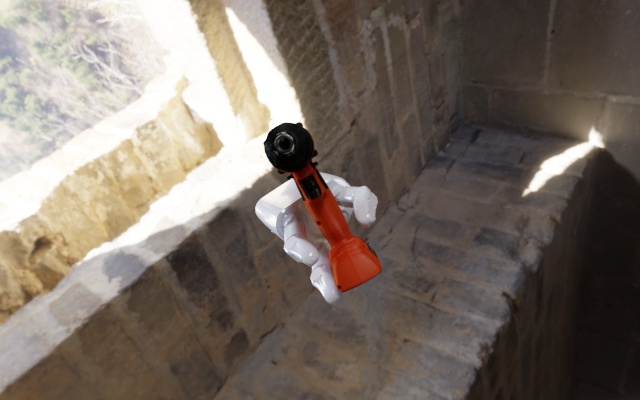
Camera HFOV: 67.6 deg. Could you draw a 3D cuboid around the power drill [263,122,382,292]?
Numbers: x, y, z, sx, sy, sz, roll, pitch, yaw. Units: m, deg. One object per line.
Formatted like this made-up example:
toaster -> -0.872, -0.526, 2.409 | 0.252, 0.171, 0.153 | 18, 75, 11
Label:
power drill -> 0.000, 0.002, 0.521 | 0.057, 0.187, 0.184 | -27, 4, 3
